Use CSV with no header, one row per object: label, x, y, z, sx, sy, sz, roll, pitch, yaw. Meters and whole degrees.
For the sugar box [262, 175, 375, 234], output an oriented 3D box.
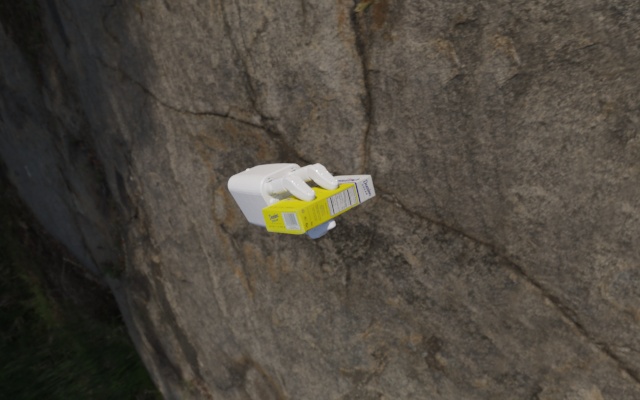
sugar box,0.000,0.002,0.795,0.093,0.048,0.176,1,23,47
